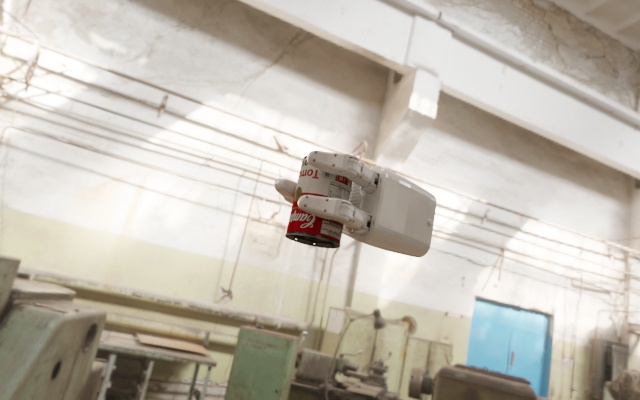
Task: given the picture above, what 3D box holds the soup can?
[{"bbox_3d":[0.000,0.002,0.588,0.068,0.102,0.068,11,-13,3],"label":"soup can"}]
